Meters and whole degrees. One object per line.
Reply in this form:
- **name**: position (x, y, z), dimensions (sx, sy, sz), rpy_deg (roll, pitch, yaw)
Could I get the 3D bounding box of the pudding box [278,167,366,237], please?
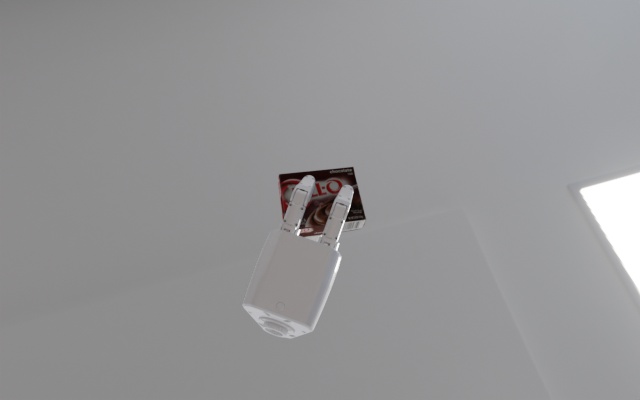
- **pudding box**: position (0.000, 0.002, 0.679), dimensions (0.113, 0.090, 0.039), rpy_deg (-6, -29, -10)
